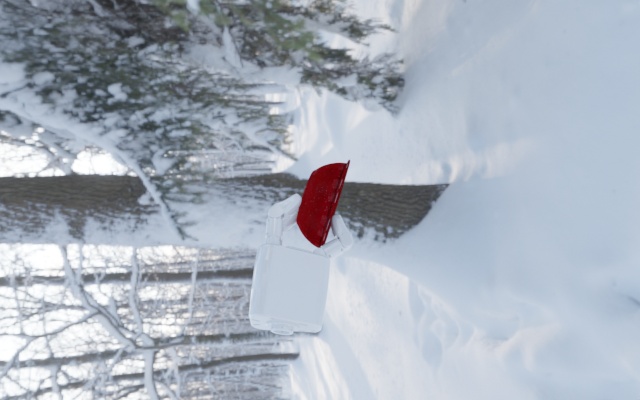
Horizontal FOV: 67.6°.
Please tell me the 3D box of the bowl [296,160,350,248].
[{"bbox_3d":[0.000,0.001,0.785,0.055,0.162,0.162,18,1,4],"label":"bowl"}]
